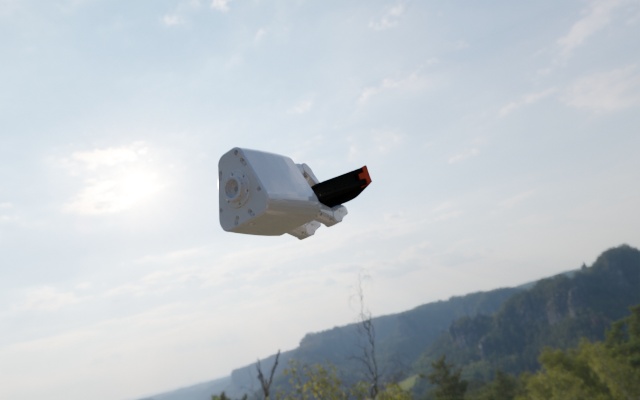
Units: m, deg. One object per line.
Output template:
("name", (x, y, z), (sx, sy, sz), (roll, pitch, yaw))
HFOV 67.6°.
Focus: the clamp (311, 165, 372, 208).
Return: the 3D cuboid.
("clamp", (0.000, 0.002, 0.755), (0.210, 0.036, 0.164), (-27, -16, 30))
